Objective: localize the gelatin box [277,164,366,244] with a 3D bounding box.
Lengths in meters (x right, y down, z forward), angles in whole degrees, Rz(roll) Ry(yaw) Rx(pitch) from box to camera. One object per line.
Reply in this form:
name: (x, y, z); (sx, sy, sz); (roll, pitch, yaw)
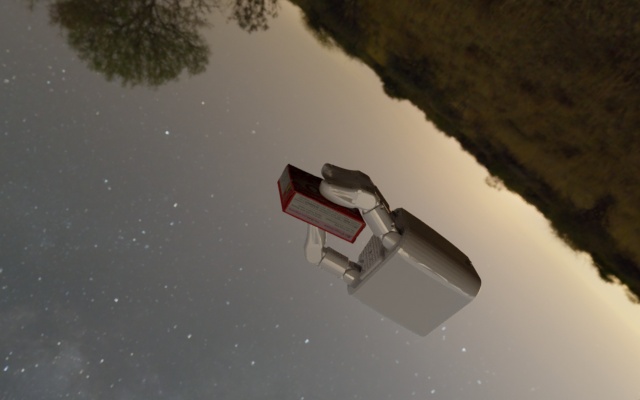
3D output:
gelatin box: (0.000, 0.002, 0.515); (0.089, 0.030, 0.073); (25, 20, -20)
